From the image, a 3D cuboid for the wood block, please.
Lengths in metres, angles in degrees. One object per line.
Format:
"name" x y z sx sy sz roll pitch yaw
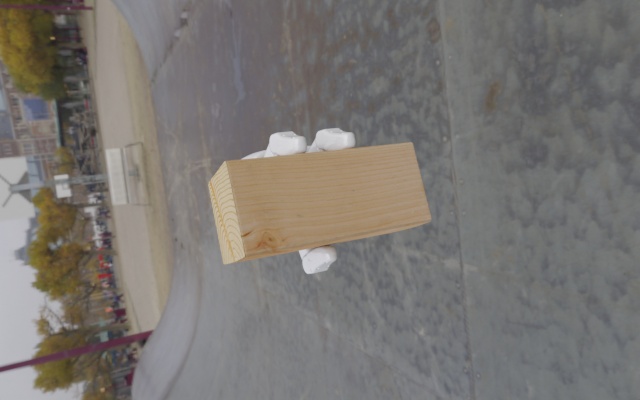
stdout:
"wood block" 0.000 0.002 0.502 0.206 0.091 0.090 -9 -8 -25
